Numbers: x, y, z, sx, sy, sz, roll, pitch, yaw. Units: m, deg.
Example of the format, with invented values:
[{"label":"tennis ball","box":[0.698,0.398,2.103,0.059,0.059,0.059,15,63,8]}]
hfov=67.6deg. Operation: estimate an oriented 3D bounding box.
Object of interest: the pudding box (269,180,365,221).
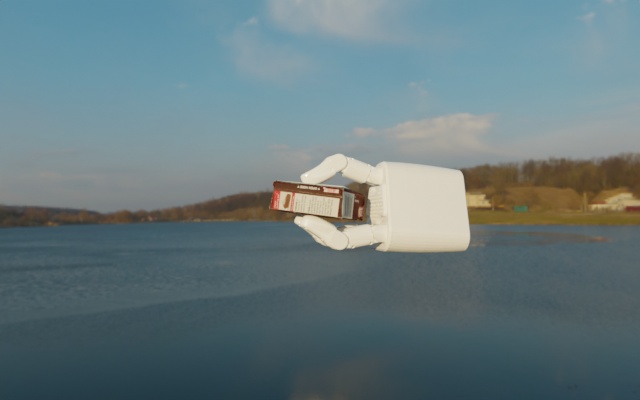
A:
[{"label":"pudding box","box":[0.000,0.002,0.593,0.090,0.039,0.113,6,-4,18]}]
